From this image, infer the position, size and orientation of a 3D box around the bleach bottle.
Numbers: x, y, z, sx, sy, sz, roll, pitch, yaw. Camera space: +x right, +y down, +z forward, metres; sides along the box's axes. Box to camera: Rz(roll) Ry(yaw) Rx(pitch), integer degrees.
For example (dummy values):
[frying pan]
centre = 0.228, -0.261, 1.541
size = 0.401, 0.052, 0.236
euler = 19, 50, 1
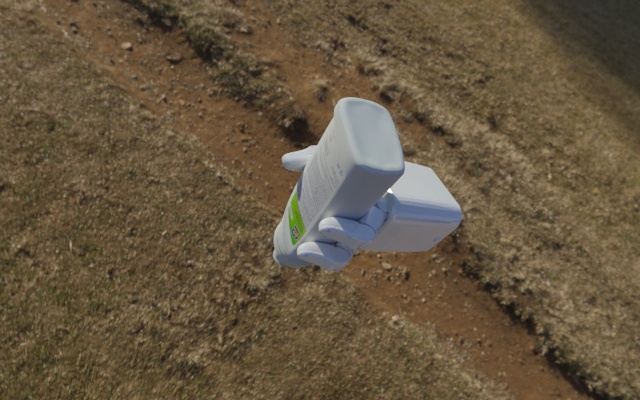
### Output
[bleach bottle]
centre = 0.000, 0.002, 0.563
size = 0.068, 0.102, 0.251
euler = 7, -35, -26
